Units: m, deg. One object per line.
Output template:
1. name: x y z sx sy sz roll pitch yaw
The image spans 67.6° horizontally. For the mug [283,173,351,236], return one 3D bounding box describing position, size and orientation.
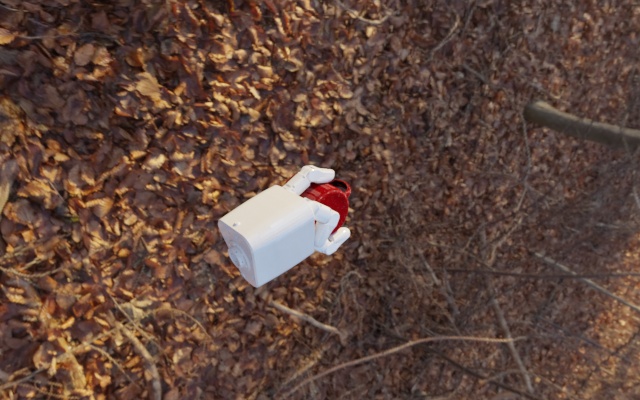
1. mug: 0.001 0.002 0.781 0.117 0.093 0.081 -32 37 -27
